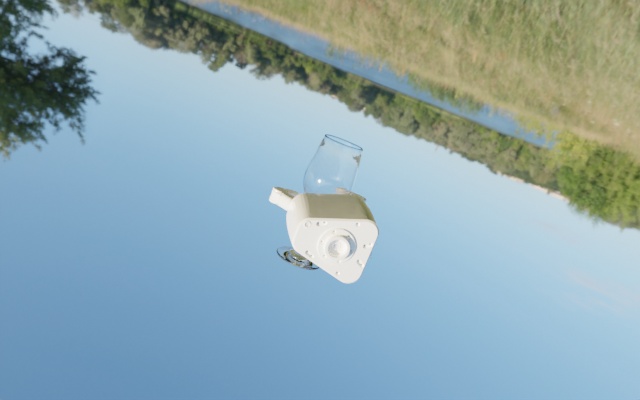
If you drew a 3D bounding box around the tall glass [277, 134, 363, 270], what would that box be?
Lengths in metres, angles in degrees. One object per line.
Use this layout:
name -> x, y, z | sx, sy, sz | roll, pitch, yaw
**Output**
tall glass -> 0.000, 0.003, 0.738 | 0.079, 0.201, 0.079 | 20, 13, -5
